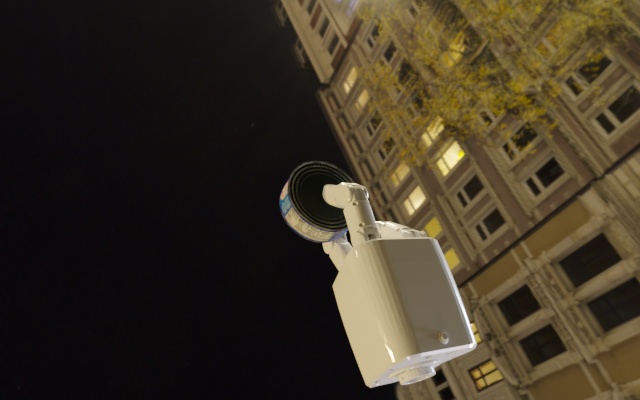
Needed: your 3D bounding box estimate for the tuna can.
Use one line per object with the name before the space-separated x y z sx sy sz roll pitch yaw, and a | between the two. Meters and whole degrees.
tuna can | 0.000 0.002 0.515 0.086 0.086 0.034 0 -31 -27
